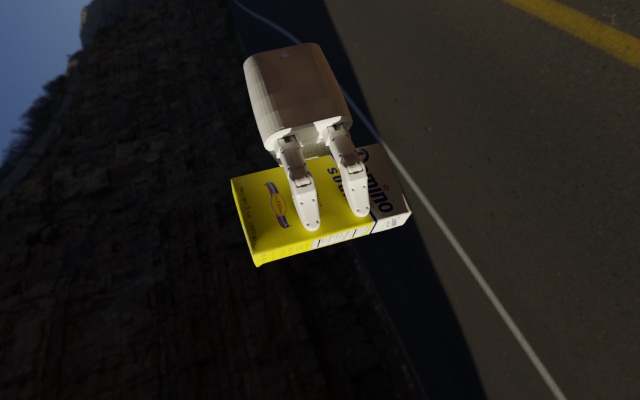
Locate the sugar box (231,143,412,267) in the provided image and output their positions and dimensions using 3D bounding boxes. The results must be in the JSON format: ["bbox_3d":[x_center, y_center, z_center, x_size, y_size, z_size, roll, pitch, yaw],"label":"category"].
[{"bbox_3d":[0.000,0.001,0.522,0.176,0.093,0.048,-16,-20,-10],"label":"sugar box"}]
